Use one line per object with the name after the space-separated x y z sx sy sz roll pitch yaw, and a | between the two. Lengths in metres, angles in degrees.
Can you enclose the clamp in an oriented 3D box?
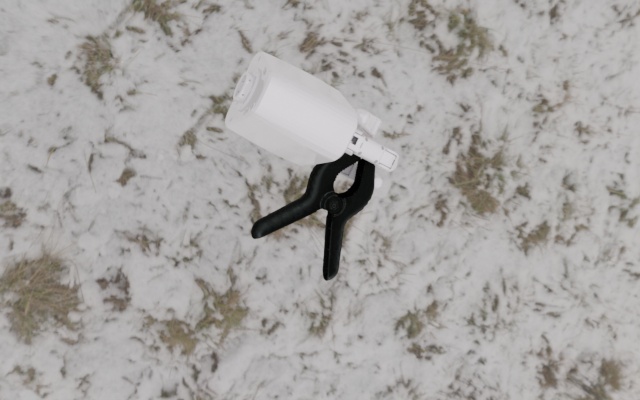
0.000 0.002 0.556 0.120 0.171 0.039 23 5 -27 | clamp
